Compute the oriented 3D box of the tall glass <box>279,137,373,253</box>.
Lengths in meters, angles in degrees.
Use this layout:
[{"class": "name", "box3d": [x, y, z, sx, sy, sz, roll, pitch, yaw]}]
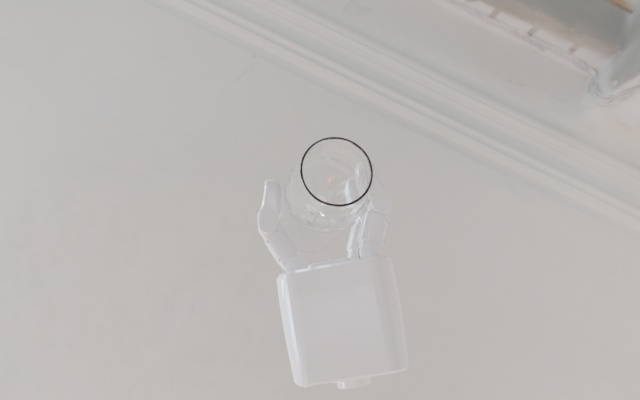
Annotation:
[{"class": "tall glass", "box3d": [0.000, 0.002, 0.490, 0.079, 0.079, 0.201, 0, -16, -8]}]
